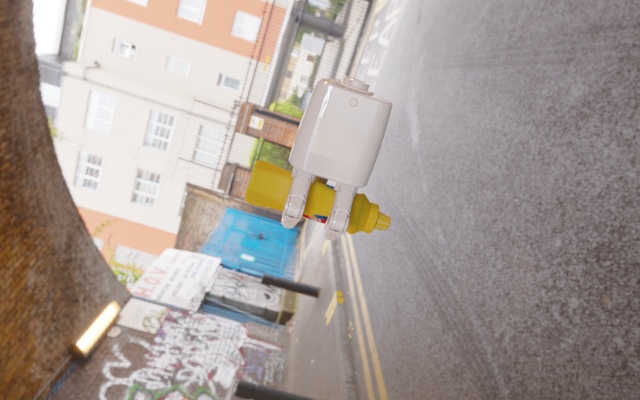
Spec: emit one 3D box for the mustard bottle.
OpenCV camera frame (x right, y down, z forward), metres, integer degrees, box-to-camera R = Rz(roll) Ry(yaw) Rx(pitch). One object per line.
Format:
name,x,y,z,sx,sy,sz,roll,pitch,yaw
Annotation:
mustard bottle,0.000,0.002,0.628,0.191,0.058,0.096,17,-6,-5
